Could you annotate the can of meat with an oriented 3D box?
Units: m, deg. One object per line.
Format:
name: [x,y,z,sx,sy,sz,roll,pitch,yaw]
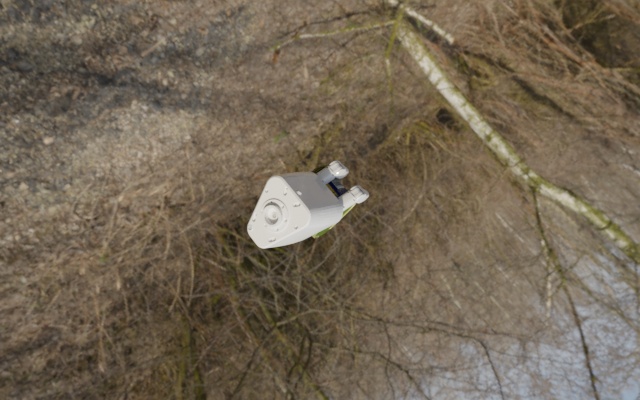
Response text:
can of meat: [0.000,0.003,0.832,0.102,0.084,0.057,-45,-16,19]
